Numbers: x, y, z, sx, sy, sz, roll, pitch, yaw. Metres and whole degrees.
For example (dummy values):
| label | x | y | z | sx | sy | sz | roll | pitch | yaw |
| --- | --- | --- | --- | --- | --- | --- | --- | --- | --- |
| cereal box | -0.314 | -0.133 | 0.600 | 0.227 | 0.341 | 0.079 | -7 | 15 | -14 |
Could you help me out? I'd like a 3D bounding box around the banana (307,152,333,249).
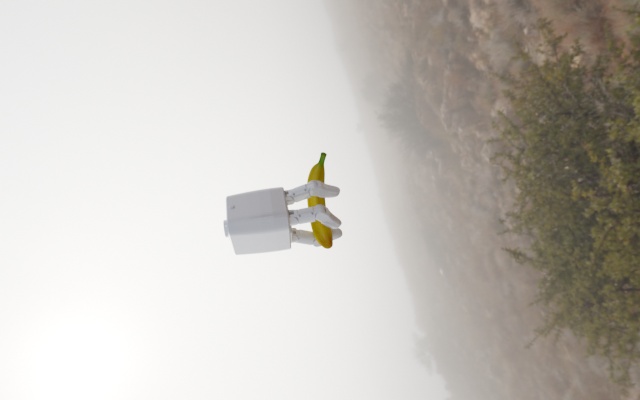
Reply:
| label | x | y | z | sx | sy | sz | roll | pitch | yaw |
| --- | --- | --- | --- | --- | --- | --- | --- | --- | --- |
| banana | -0.003 | 0.008 | 0.905 | 0.037 | 0.197 | 0.070 | 0 | -26 | -11 |
